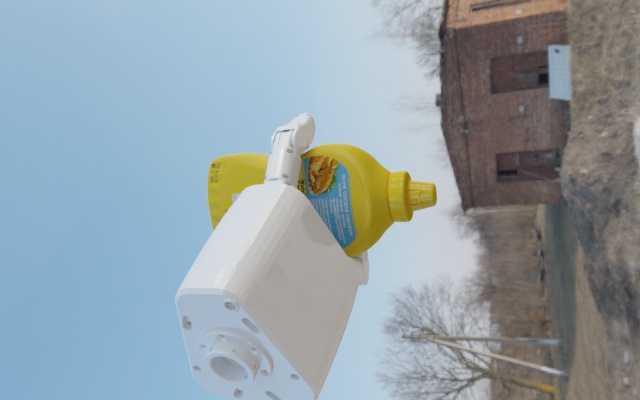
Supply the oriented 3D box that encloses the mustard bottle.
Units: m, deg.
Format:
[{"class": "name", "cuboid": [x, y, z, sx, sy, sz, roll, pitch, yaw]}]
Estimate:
[{"class": "mustard bottle", "cuboid": [0.000, 0.001, 0.405, 0.191, 0.096, 0.058, -4, 9, 22]}]
